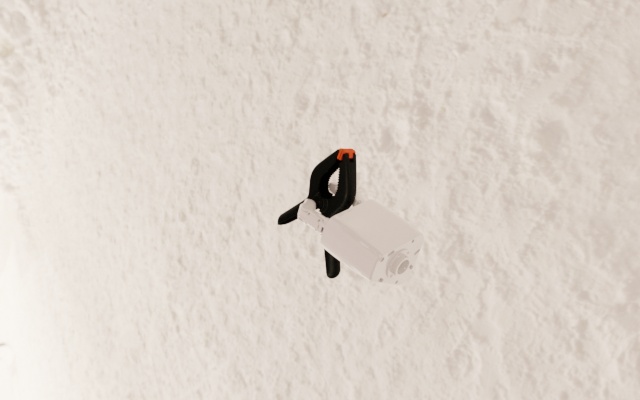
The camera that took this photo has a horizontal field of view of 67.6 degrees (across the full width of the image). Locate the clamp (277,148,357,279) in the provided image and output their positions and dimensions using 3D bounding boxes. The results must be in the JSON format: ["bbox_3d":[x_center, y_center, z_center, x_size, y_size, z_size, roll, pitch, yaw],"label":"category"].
[{"bbox_3d":[0.000,0.002,0.799,0.036,0.210,0.164,-6,31,-45],"label":"clamp"}]
